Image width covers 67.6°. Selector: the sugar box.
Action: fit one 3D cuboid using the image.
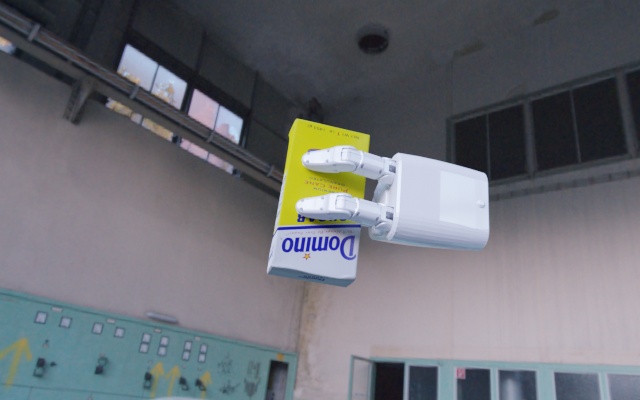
[{"bbox_3d":[0.000,0.001,0.537,0.093,0.176,0.048,10,-24,-9],"label":"sugar box"}]
